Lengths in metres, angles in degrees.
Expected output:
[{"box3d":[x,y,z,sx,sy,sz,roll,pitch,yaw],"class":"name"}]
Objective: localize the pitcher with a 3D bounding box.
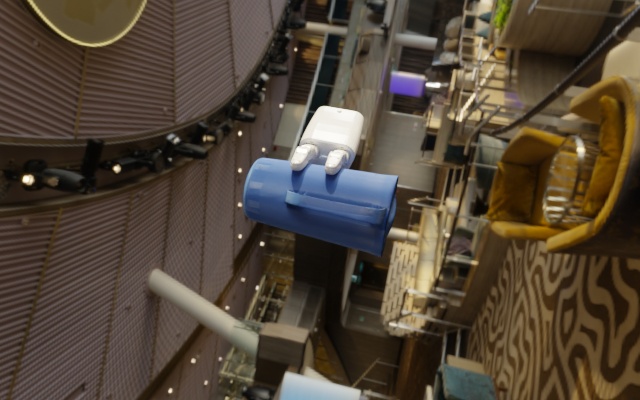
[{"box3d":[0.000,0.002,0.777,0.243,0.145,0.149,12,-41,10],"class":"pitcher"}]
